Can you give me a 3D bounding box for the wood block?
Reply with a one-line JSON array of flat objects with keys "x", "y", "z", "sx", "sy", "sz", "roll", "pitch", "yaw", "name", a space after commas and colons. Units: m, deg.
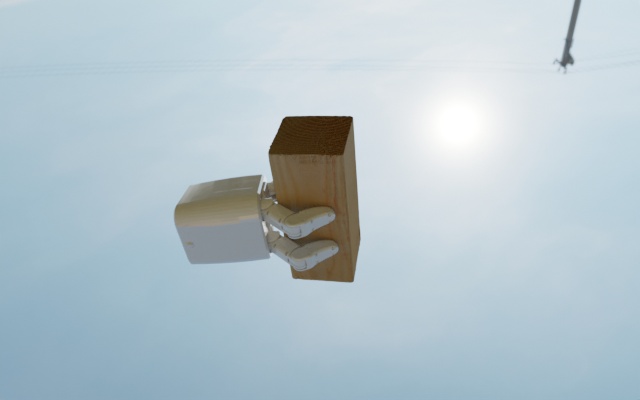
[{"x": 0.000, "y": 0.002, "z": 0.622, "sx": 0.090, "sy": 0.206, "sz": 0.090, "roll": 2, "pitch": 39, "yaw": 11, "name": "wood block"}]
